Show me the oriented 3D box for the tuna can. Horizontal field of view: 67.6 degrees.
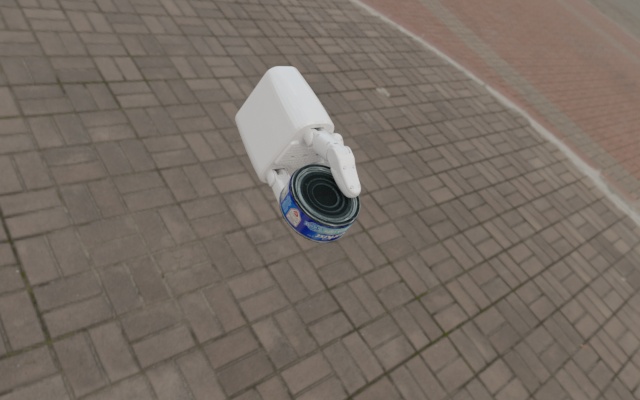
[{"bbox_3d":[0.000,0.001,0.524,0.086,0.086,0.034,0,-35,-31],"label":"tuna can"}]
